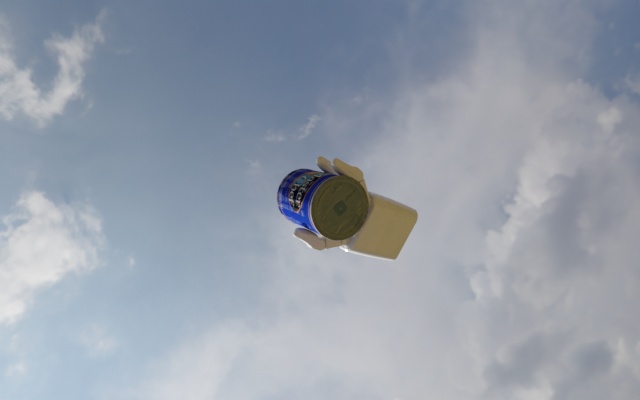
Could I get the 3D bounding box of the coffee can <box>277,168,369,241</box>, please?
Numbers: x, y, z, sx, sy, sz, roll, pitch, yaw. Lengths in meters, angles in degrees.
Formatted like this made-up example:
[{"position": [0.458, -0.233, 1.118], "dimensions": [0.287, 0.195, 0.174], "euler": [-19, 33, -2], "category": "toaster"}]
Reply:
[{"position": [0.000, 0.003, 0.801], "dimensions": [0.103, 0.103, 0.140], "euler": [0, 8, -28], "category": "coffee can"}]
